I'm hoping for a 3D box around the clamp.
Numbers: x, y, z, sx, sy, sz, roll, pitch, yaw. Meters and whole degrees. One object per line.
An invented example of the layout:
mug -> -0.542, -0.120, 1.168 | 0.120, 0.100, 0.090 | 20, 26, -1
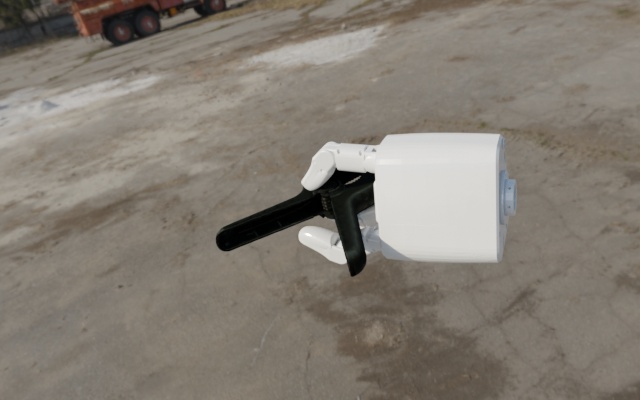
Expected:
clamp -> 0.000, 0.001, 0.507 | 0.164, 0.036, 0.210 | 3, 32, 26
